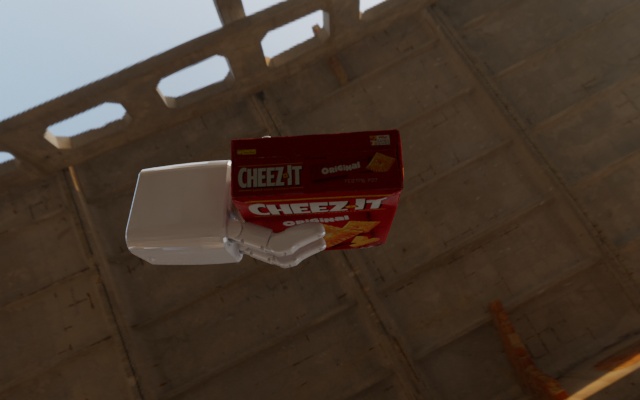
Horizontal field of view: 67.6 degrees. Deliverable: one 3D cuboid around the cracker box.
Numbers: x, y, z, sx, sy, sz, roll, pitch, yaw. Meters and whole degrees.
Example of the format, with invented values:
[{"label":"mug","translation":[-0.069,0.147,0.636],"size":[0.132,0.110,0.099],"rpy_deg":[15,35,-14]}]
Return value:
[{"label":"cracker box","translation":[0.000,0.002,0.545],"size":[0.164,0.072,0.214],"rpy_deg":[-4,-19,1]}]
